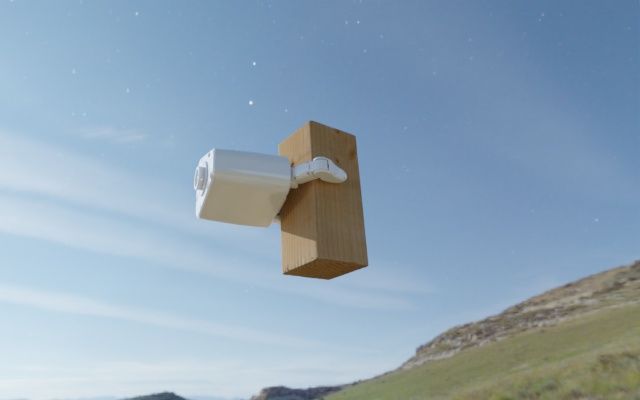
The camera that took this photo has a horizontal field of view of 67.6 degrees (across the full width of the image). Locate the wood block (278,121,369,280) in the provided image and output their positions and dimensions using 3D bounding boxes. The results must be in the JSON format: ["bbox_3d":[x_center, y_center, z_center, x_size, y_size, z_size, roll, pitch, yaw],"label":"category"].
[{"bbox_3d":[0.000,0.002,0.699,0.090,0.206,0.091,14,-28,-36],"label":"wood block"}]
